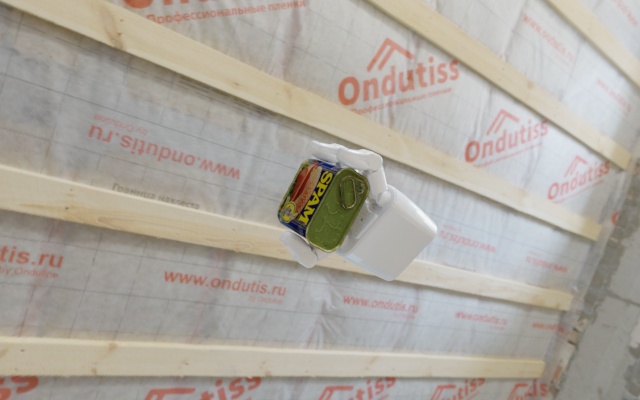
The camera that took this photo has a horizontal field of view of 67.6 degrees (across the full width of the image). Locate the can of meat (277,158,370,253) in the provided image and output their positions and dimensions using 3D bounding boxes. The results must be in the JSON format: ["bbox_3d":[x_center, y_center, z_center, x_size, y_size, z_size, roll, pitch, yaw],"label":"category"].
[{"bbox_3d":[0.000,0.002,0.594,0.057,0.102,0.084,30,-3,-36],"label":"can of meat"}]
